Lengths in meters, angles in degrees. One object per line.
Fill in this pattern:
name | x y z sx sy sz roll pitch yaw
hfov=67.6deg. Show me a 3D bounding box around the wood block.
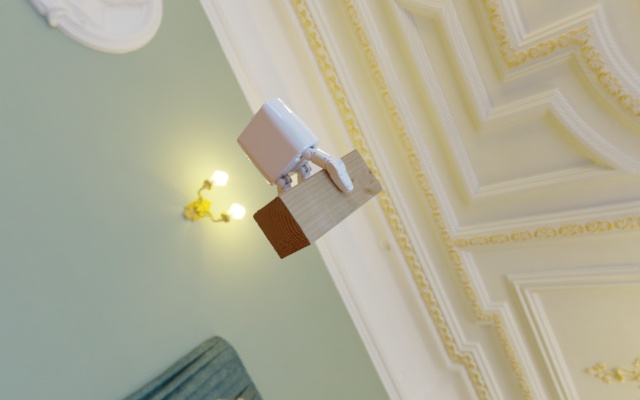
wood block | 0.000 0.002 0.812 0.206 0.090 0.091 -34 1 -42
